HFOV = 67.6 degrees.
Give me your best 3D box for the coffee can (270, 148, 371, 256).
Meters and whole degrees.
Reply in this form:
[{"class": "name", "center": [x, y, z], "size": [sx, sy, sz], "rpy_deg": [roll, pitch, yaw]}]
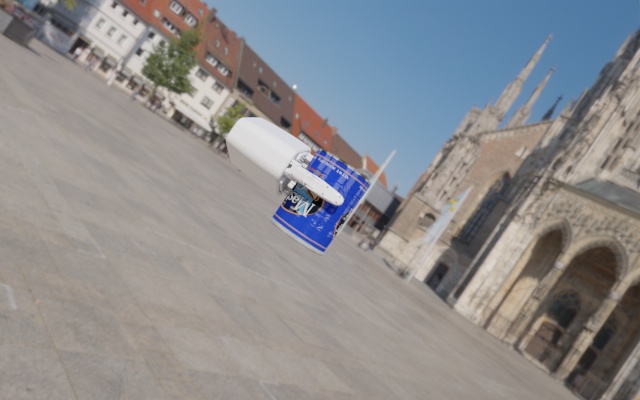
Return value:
[{"class": "coffee can", "center": [0.000, 0.003, 0.766], "size": [0.103, 0.140, 0.103], "rpy_deg": [34, -1, 1]}]
